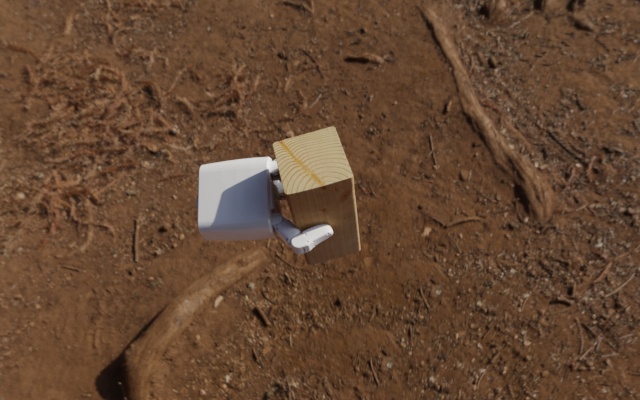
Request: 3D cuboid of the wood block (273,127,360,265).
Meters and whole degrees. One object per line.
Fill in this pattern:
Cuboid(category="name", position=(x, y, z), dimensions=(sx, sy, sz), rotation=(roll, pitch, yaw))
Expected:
Cuboid(category="wood block", position=(0.000, 0.003, 0.699), dimensions=(0.090, 0.090, 0.206), rotation=(-15, -33, -2))
